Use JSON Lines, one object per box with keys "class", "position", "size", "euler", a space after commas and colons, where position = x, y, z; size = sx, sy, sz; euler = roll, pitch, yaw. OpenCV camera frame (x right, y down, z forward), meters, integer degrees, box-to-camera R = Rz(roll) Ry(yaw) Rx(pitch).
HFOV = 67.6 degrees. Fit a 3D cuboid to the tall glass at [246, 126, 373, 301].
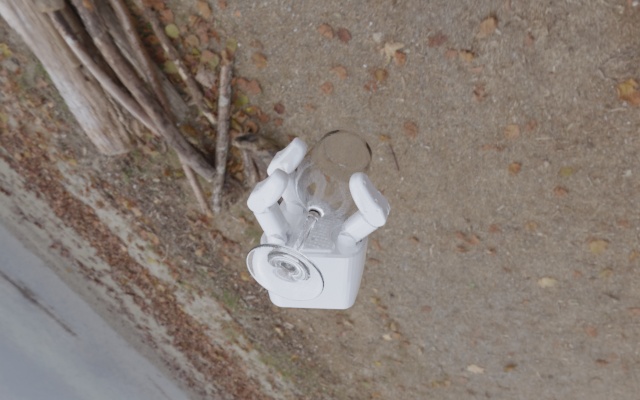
{"class": "tall glass", "position": [0.000, 0.002, 0.492], "size": [0.079, 0.079, 0.201], "euler": [0, 40, 25]}
